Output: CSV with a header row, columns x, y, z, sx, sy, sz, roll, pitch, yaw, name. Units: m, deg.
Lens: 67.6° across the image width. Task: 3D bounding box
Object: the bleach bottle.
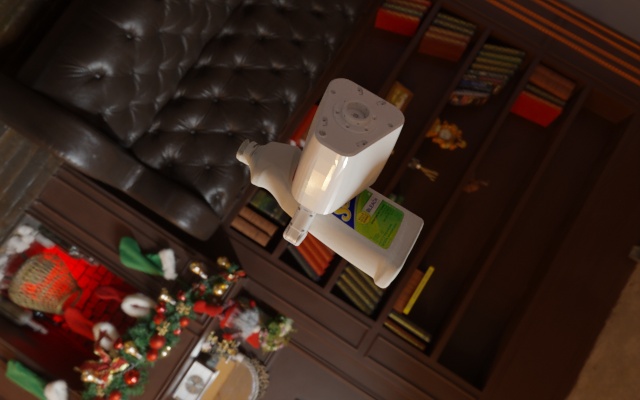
x,y,z,sx,sy,sz,roll,pitch,yaw,name
0.000,0.002,0.610,0.251,0.102,0.068,31,-37,6,bleach bottle
